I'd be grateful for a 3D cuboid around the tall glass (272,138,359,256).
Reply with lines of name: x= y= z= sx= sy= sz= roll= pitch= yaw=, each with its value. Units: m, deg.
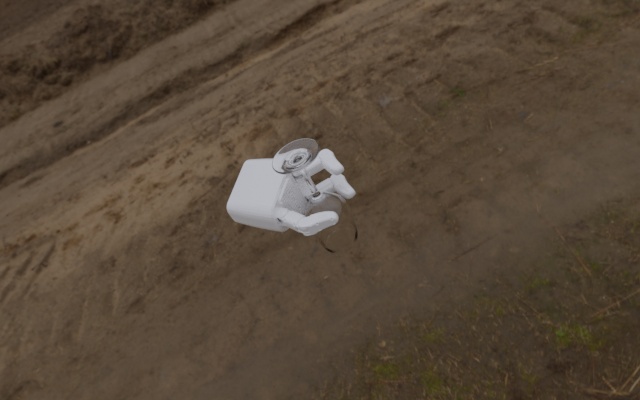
tall glass: x=0.000 y=0.002 z=0.749 sx=0.079 sy=0.079 sz=0.201 roll=0 pitch=-42 yaw=30
